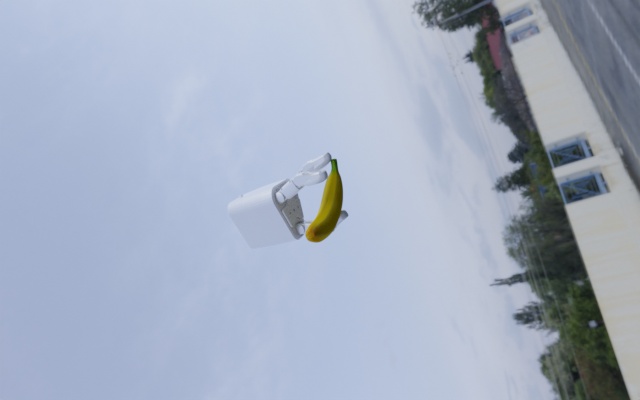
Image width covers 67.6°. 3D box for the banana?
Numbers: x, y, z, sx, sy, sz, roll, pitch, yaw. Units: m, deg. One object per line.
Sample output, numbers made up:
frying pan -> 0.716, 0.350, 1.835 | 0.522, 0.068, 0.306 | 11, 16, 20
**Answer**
banana -> 0.009, 0.014, 0.806 | 0.037, 0.070, 0.197 | -13, 37, 24
